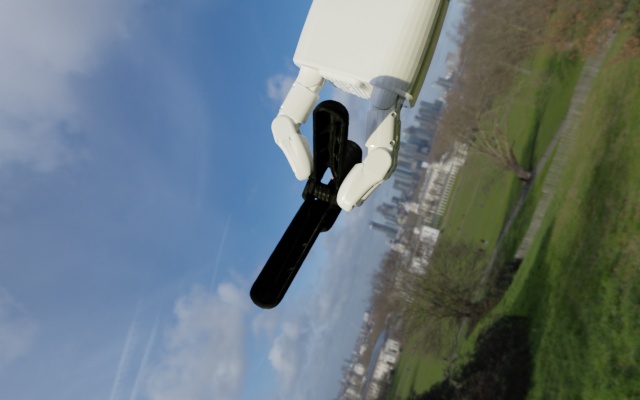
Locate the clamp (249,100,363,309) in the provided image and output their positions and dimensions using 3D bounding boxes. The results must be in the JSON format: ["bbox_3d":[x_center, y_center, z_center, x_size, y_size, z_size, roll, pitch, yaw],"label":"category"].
[{"bbox_3d":[0.000,0.001,0.431,0.036,0.164,0.210,24,8,9],"label":"clamp"}]
